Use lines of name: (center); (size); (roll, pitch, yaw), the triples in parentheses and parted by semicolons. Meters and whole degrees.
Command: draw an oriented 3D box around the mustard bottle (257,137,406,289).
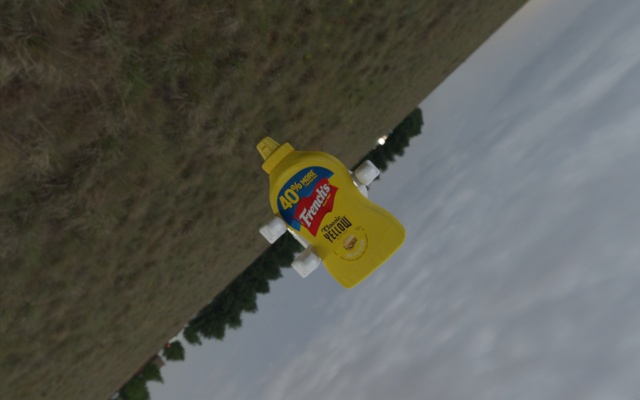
mustard bottle: (0.000, 0.002, 0.542); (0.096, 0.191, 0.058); (-44, 0, 18)
